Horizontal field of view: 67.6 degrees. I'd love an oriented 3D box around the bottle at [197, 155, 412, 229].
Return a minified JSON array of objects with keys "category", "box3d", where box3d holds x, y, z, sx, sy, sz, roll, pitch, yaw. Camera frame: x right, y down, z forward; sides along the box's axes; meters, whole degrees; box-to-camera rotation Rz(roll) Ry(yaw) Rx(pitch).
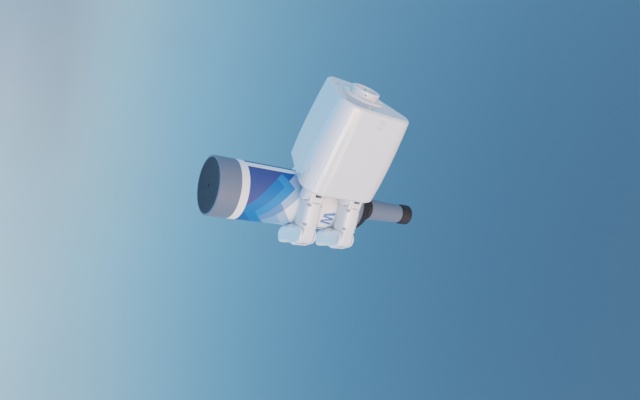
[{"category":"bottle","box3d":[0.000,0.002,0.594,0.296,0.069,0.069,9,-5,-34]}]
